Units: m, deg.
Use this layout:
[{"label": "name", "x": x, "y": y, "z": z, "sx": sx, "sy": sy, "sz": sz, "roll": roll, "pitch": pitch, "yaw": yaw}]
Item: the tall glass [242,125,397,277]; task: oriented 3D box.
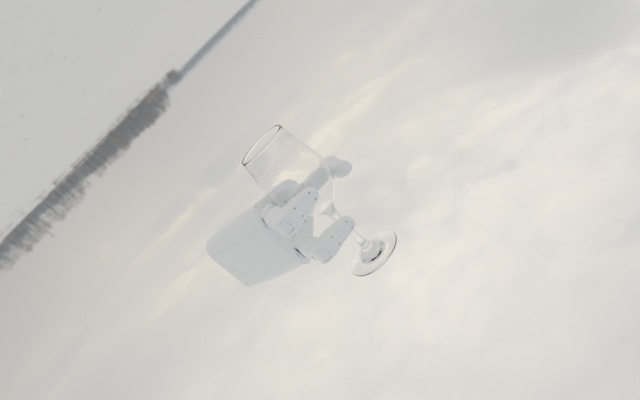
[{"label": "tall glass", "x": 0.001, "y": 0.002, "z": 0.568, "sx": 0.201, "sy": 0.079, "sz": 0.079, "roll": 44, "pitch": -19, "yaw": -21}]
